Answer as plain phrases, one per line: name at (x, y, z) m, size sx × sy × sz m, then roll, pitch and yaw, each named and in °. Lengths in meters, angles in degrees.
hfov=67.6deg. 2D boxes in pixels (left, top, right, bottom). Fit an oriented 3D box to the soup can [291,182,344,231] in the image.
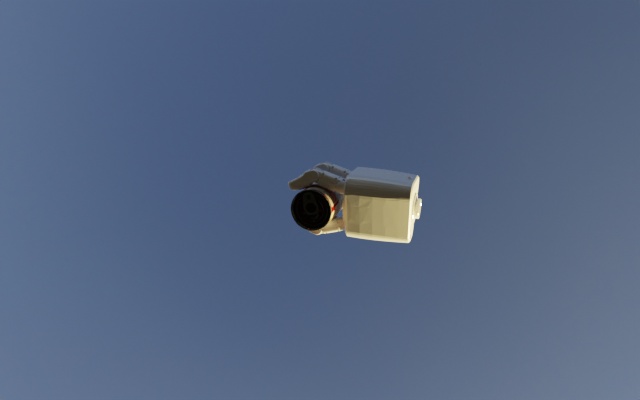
soup can at (0.000, 0.003, 0.797) m, size 0.068 × 0.068 × 0.102 m, roll 0°, pitch 15°, yaw 18°
